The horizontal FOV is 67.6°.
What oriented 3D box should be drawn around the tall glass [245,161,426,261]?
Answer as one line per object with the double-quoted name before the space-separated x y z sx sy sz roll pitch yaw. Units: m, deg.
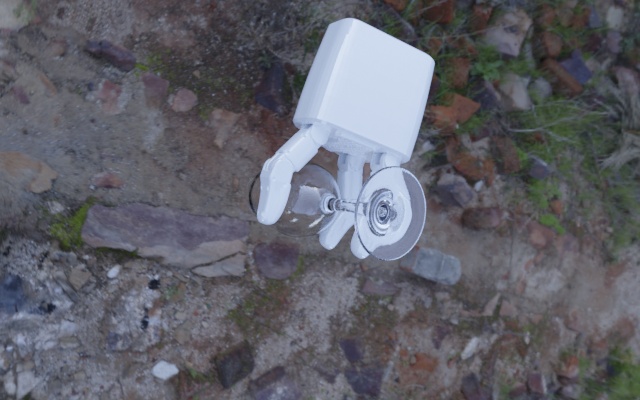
"tall glass" 0.000 0.002 0.451 0.079 0.079 0.201 0 5 -35
